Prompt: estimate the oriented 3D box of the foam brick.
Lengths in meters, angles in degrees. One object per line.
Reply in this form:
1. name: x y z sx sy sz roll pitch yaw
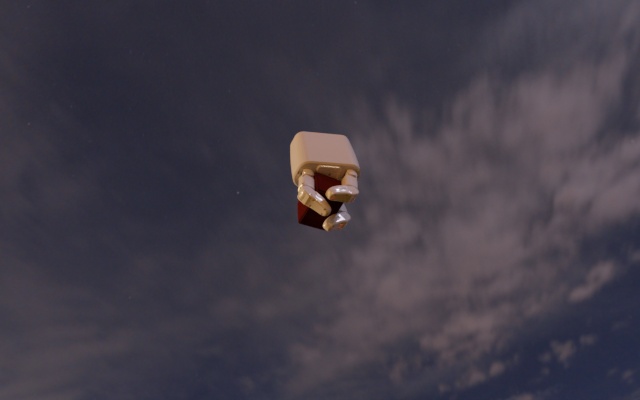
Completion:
1. foam brick: 0.000 0.003 0.815 0.053 0.078 0.051 19 34 -22
